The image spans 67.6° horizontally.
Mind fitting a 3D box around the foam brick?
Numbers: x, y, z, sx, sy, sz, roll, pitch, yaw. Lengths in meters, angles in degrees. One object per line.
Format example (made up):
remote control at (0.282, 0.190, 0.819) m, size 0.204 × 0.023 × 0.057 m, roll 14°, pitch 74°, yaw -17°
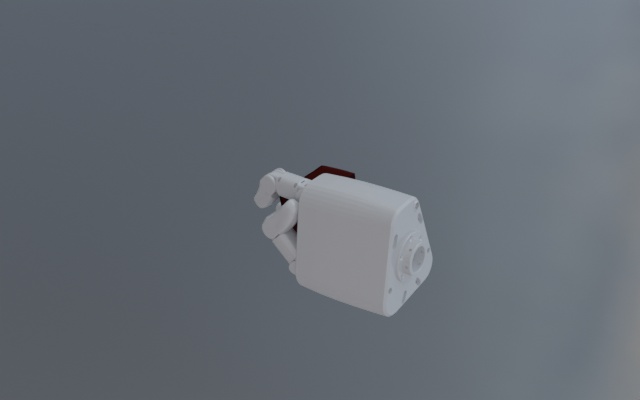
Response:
foam brick at (0.000, 0.002, 0.541) m, size 0.051 × 0.053 × 0.078 m, roll 14°, pitch 36°, yaw 37°
